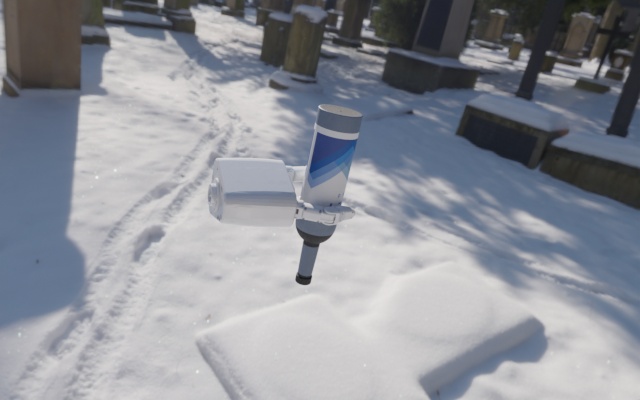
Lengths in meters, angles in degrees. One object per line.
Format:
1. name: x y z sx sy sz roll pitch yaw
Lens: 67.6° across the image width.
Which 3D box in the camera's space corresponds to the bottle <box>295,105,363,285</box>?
1. bottle: 0.000 0.002 0.750 0.069 0.296 0.069 11 22 -4
